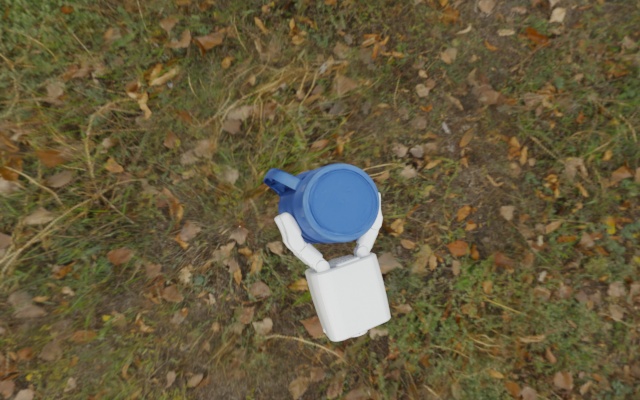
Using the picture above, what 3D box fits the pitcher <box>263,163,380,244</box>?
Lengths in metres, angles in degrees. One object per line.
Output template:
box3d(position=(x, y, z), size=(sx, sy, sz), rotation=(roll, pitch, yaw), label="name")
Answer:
box3d(position=(0.000, 0.003, 0.755), size=(0.149, 0.145, 0.243), rotation=(-14, 0, -10), label="pitcher")
